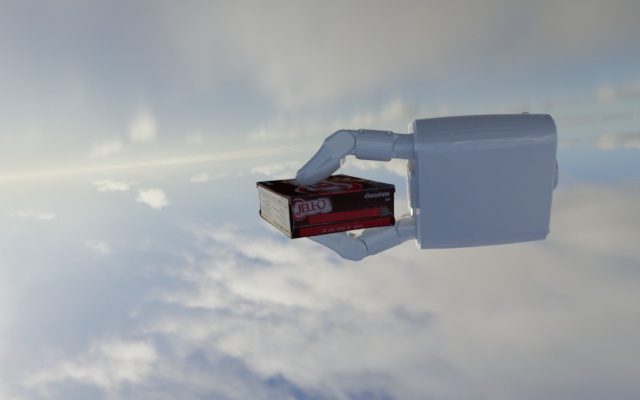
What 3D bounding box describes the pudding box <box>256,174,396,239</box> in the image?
[{"bbox_3d":[0.000,0.002,0.416,0.090,0.039,0.113,-5,7,-20],"label":"pudding box"}]
